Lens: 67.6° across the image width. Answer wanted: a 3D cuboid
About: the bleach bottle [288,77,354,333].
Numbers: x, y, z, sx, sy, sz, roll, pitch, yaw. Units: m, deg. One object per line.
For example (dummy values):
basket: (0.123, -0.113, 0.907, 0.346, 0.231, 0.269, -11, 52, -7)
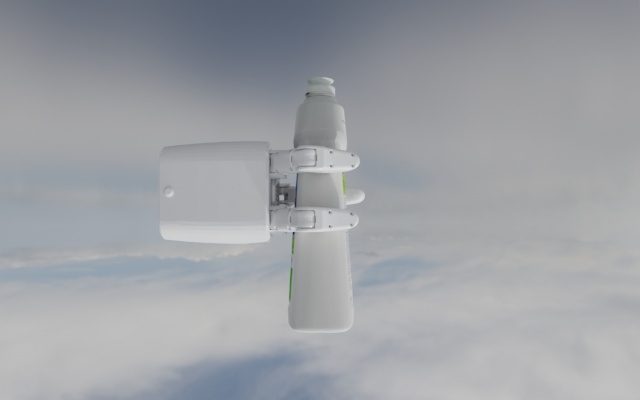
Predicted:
bleach bottle: (0.000, 0.002, 0.497, 0.068, 0.251, 0.102, 0, -3, 0)
